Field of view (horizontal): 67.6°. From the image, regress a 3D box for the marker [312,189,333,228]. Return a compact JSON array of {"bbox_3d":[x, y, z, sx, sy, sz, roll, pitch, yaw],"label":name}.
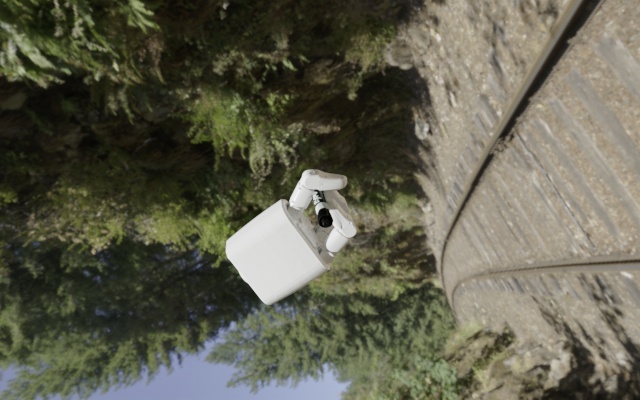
[{"bbox_3d":[0.000,0.002,0.626,0.020,0.020,0.121,0,26,-8],"label":"marker"}]
